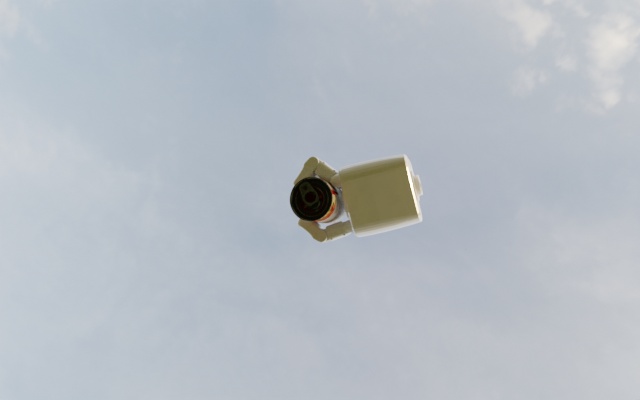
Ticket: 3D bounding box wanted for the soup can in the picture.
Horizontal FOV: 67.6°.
[{"bbox_3d":[0.000,0.003,0.763,0.068,0.068,0.102,0,-6,17],"label":"soup can"}]
